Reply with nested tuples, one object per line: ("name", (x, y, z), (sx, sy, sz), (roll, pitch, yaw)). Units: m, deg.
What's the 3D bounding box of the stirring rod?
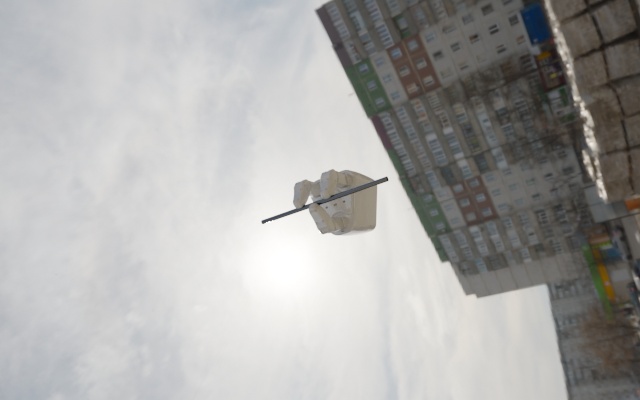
("stirring rod", (0.000, 0.003, 0.775), (0.239, 0.011, 0.011), (-19, -9, 27))
